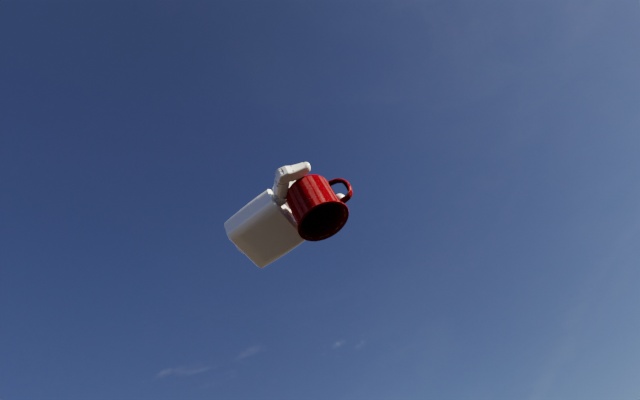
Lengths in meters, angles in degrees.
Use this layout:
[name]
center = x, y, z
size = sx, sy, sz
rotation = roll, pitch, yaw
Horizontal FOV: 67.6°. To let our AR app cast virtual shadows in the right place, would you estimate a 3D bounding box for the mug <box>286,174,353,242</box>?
[mug]
center = 0.001, 0.002, 0.819
size = 0.117, 0.081, 0.093
rotation = -35, -41, 6
